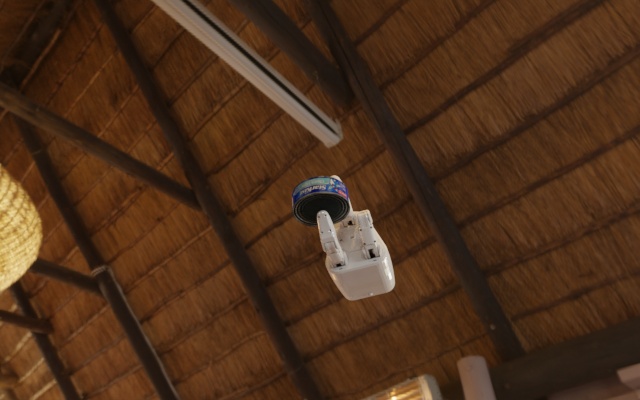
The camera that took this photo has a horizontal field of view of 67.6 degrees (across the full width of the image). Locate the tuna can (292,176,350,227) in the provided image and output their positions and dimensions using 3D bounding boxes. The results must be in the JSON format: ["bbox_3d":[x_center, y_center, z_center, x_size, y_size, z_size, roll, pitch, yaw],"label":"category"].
[{"bbox_3d":[0.000,0.002,0.711,0.086,0.033,0.086,-4,-37,-3],"label":"tuna can"}]
